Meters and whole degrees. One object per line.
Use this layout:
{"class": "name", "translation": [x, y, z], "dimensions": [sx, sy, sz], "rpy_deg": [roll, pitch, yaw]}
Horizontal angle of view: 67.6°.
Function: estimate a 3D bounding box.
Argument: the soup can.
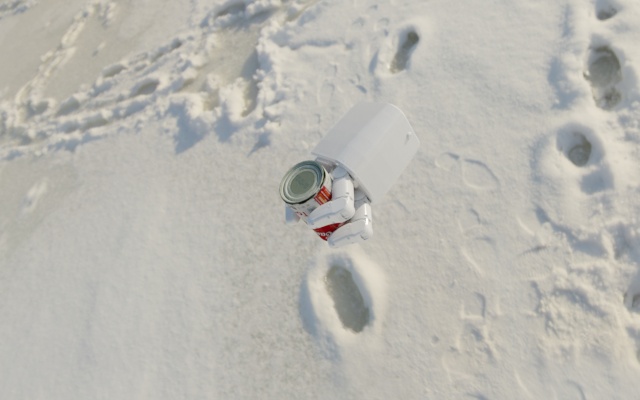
{"class": "soup can", "translation": [0.000, 0.002, 0.631], "dimensions": [0.068, 0.068, 0.102], "rpy_deg": [0, -31, 34]}
